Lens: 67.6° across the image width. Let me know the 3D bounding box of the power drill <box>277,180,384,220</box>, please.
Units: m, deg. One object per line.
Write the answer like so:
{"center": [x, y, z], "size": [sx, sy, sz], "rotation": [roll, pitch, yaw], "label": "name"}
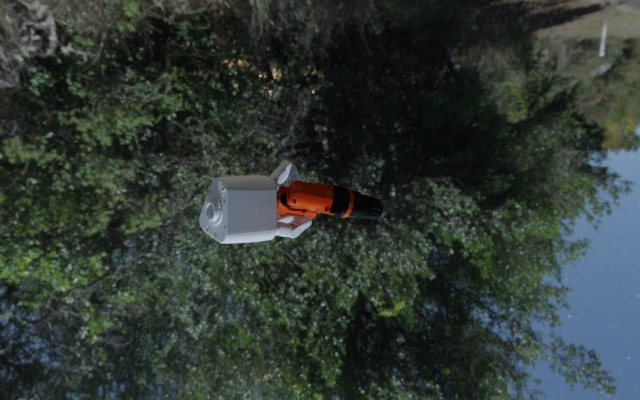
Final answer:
{"center": [0.000, 0.003, 0.891], "size": [0.184, 0.057, 0.187], "rotation": [13, -9, -25], "label": "power drill"}
